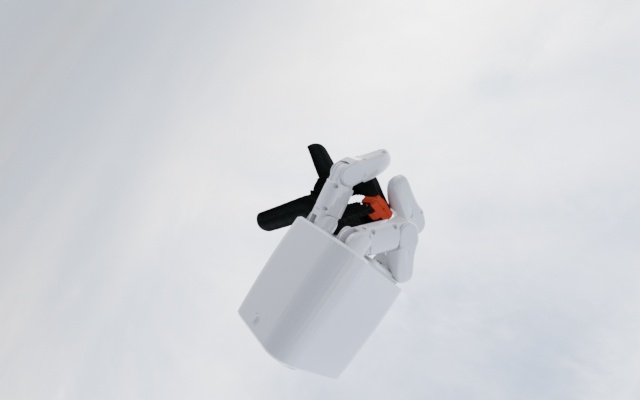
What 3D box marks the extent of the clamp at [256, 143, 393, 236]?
[{"bbox_3d":[0.001,0.002,0.498,0.039,0.120,0.171,37,-5,-32],"label":"clamp"}]
